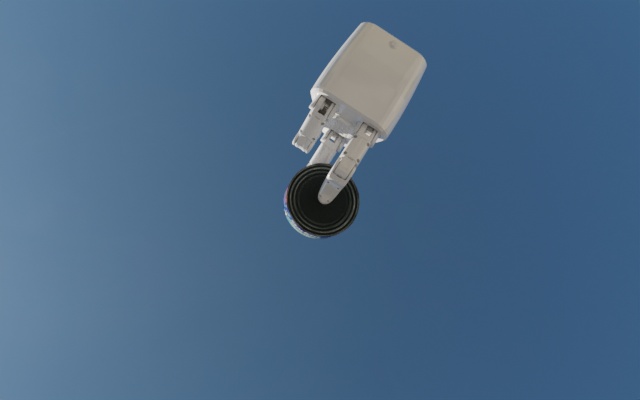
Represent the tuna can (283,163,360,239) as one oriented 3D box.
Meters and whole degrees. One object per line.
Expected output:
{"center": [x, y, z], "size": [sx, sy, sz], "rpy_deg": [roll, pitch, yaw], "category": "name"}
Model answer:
{"center": [0.000, 0.002, 0.558], "size": [0.086, 0.086, 0.034], "rpy_deg": [0, -11, -13], "category": "tuna can"}
